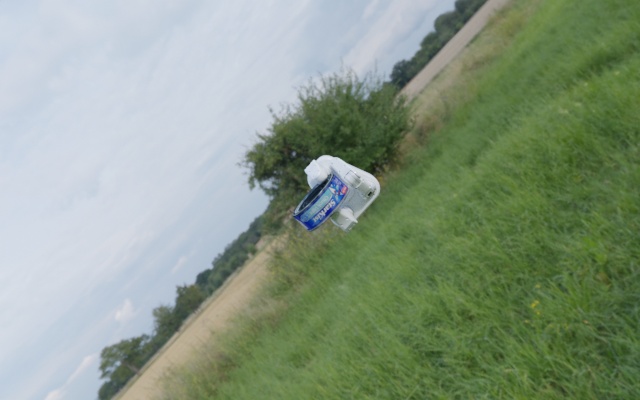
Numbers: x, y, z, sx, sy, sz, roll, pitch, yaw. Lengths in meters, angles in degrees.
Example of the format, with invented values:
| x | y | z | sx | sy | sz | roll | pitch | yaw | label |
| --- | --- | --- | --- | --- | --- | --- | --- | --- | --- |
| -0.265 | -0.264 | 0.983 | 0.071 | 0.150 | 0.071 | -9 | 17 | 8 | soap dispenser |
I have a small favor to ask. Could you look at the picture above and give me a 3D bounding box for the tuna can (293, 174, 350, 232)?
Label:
| x | y | z | sx | sy | sz | roll | pitch | yaw | label |
| --- | --- | --- | --- | --- | --- | --- | --- | --- | --- |
| 0.000 | 0.002 | 0.682 | 0.034 | 0.086 | 0.086 | 43 | -9 | -10 | tuna can |
